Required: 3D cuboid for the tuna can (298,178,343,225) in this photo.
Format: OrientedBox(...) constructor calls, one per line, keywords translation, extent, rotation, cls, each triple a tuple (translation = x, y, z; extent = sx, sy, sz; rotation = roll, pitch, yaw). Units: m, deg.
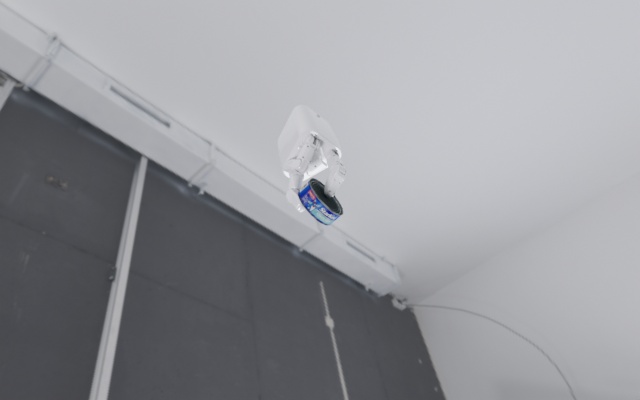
OrientedBox(translation=(0.000, 0.003, 0.855), extent=(0.034, 0.086, 0.086), rotation=(-42, -15, 17), cls="tuna can")
